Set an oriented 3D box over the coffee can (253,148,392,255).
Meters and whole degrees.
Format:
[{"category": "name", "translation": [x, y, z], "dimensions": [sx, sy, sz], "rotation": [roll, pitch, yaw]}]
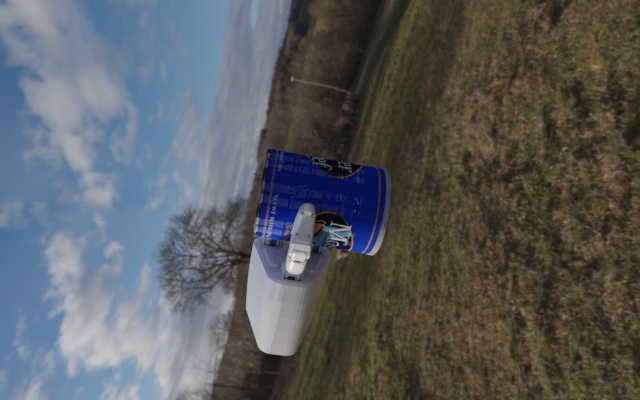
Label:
[{"category": "coffee can", "translation": [0.000, 0.002, 0.549], "dimensions": [0.140, 0.103, 0.103], "rotation": [10, -1, -7]}]
